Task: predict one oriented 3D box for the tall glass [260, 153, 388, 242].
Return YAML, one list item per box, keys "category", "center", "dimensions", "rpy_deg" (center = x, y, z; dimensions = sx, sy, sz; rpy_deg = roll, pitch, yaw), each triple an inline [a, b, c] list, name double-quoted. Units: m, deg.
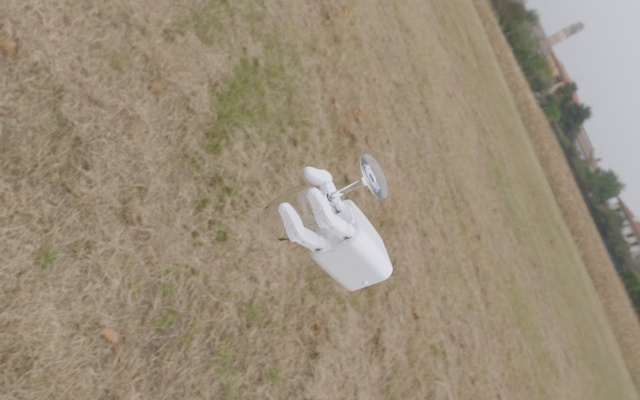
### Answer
- category: "tall glass"
  center: [0.001, 0.002, 0.742]
  dimensions: [0.201, 0.079, 0.079]
  rpy_deg: [-25, -12, 28]
